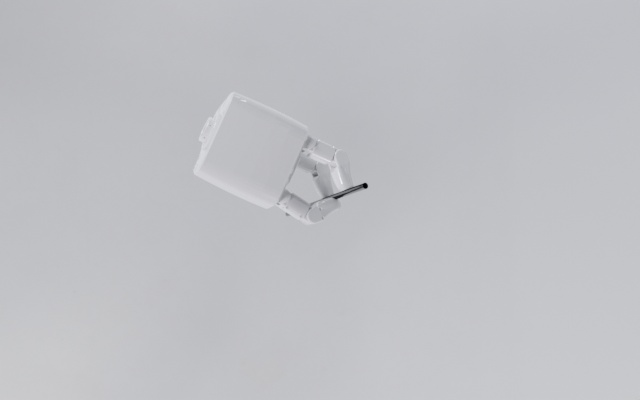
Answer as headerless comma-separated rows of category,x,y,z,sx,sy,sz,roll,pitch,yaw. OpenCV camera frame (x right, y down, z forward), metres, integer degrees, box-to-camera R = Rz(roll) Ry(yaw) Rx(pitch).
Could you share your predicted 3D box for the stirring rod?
stirring rod,0.000,0.002,0.684,0.011,0.011,0.239,0,-10,-27
